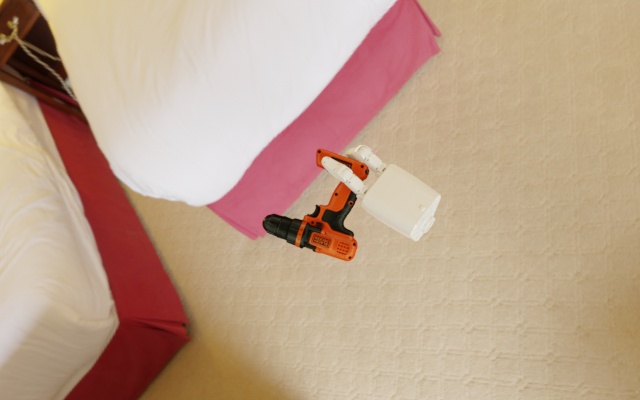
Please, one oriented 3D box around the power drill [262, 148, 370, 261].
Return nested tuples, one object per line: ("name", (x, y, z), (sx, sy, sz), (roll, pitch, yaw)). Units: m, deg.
("power drill", (0.001, 0.003, 0.891), (0.184, 0.187, 0.057), (18, 1, 5))
